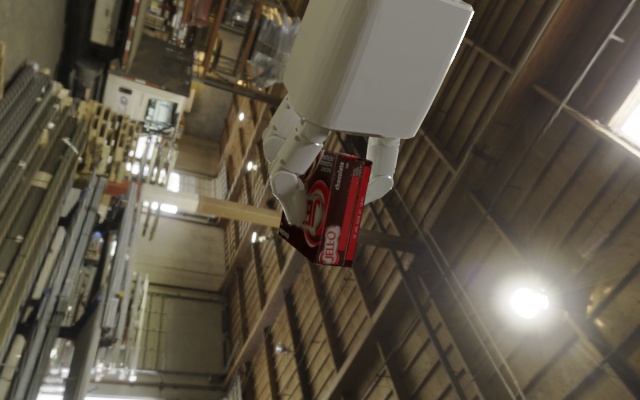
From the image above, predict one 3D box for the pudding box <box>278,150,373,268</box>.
[{"bbox_3d":[0.000,0.001,0.422,0.039,0.090,0.113,10,5,-19],"label":"pudding box"}]
